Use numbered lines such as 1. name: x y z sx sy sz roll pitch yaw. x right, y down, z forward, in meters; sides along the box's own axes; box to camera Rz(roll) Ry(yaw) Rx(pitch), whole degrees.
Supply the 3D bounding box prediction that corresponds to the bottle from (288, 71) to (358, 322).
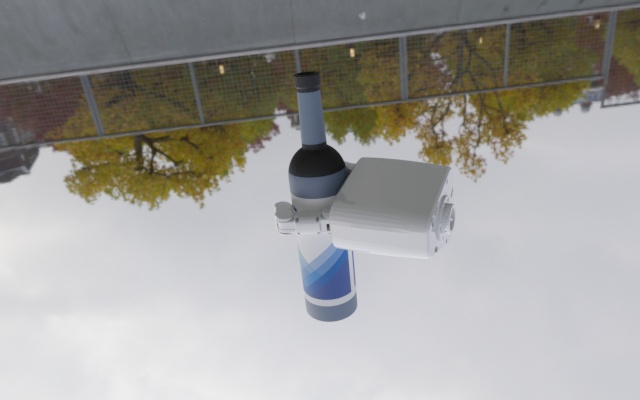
1. bottle: 0.000 0.002 0.556 0.069 0.296 0.069 -5 24 2
